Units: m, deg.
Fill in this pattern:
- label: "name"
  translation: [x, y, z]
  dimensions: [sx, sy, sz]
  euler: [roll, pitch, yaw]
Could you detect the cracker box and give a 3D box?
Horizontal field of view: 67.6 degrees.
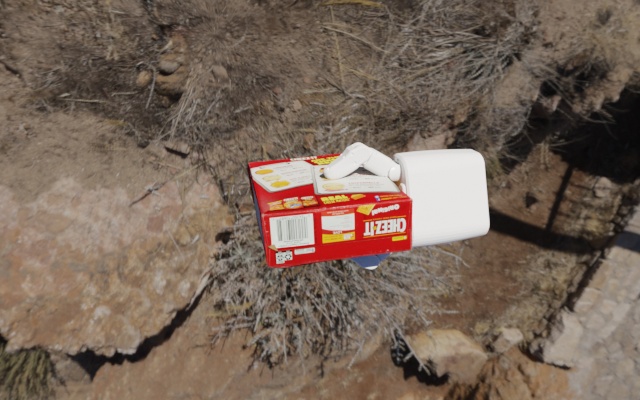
- label: "cracker box"
  translation: [0.000, 0.002, 0.600]
  dimensions: [0.164, 0.072, 0.213]
  euler: [-6, 20, -10]
